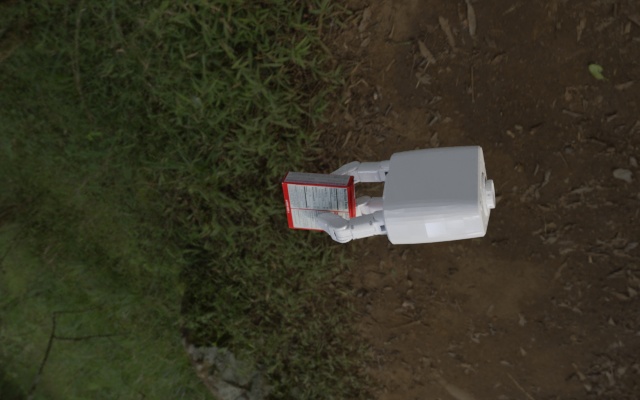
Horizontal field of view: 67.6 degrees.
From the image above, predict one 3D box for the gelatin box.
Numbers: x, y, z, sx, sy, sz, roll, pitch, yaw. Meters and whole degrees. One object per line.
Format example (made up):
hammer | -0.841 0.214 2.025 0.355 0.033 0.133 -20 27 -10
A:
gelatin box | 0.000 0.002 0.610 0.089 0.073 0.030 4 37 14
